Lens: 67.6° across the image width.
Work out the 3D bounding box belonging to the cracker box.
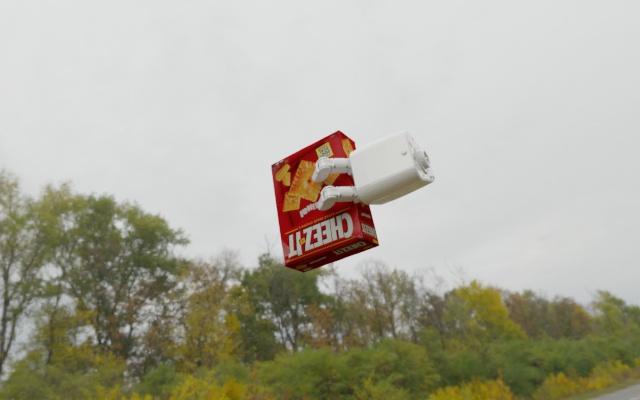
[{"bbox_3d":[0.000,0.003,0.870,0.164,0.213,0.072,-23,-28,26],"label":"cracker box"}]
